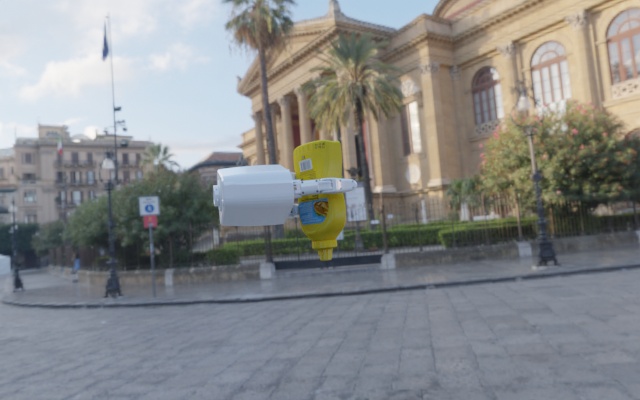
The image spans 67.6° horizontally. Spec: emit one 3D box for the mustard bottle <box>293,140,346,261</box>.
[{"bbox_3d":[0.000,0.002,0.784,0.058,0.191,0.096,-1,-6,-40],"label":"mustard bottle"}]
